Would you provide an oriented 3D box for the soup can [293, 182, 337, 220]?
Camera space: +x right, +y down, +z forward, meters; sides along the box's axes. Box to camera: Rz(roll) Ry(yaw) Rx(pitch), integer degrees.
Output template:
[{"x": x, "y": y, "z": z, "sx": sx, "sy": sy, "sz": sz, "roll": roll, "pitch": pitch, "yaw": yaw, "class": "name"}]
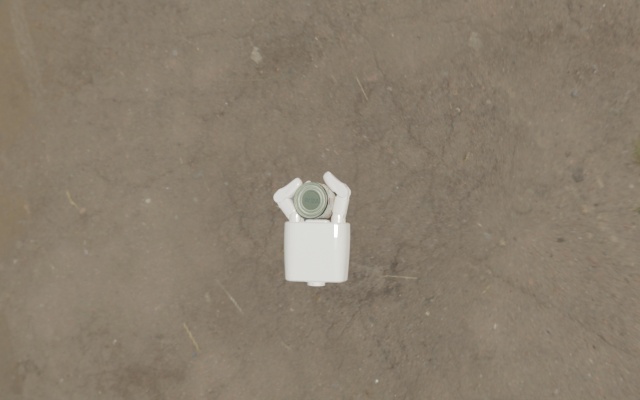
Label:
[{"x": 0.000, "y": 0.002, "z": 0.885, "sx": 0.068, "sy": 0.068, "sz": 0.102, "roll": 0, "pitch": -3, "yaw": 22, "class": "soup can"}]
